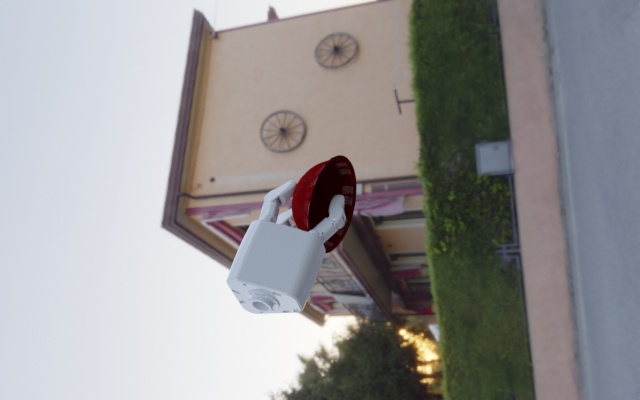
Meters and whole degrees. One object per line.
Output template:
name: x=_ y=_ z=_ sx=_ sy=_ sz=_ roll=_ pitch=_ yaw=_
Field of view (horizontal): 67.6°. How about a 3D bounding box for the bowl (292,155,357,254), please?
bowl: x=0.000 y=0.002 z=0.781 sx=0.055 sy=0.162 sz=0.162 roll=12 pitch=6 yaw=29
